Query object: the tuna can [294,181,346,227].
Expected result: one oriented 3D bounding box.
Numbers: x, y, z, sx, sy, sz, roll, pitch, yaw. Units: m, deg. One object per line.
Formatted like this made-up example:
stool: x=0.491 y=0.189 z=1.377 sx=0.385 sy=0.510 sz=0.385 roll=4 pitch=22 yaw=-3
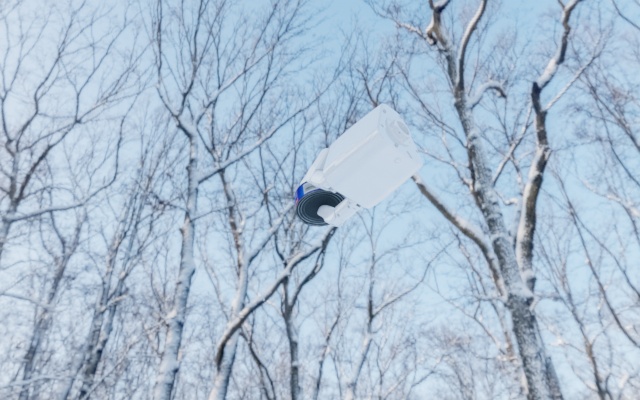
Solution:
tuna can: x=0.000 y=0.002 z=0.783 sx=0.086 sy=0.033 sz=0.086 roll=-5 pitch=-43 yaw=-5
